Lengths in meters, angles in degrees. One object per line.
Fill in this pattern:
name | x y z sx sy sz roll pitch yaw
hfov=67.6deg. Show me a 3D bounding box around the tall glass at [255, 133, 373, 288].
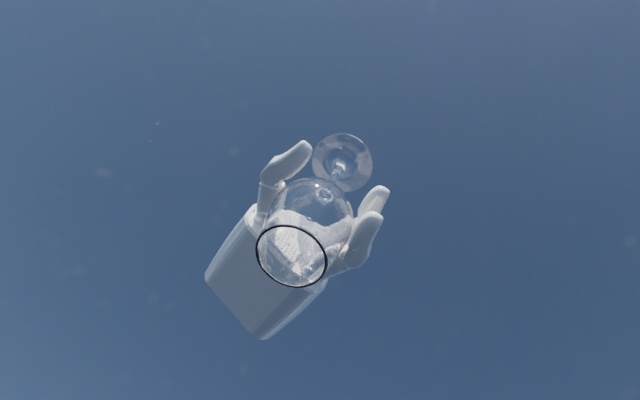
tall glass | 0.000 0.001 0.474 0.079 0.079 0.201 0 27 16
